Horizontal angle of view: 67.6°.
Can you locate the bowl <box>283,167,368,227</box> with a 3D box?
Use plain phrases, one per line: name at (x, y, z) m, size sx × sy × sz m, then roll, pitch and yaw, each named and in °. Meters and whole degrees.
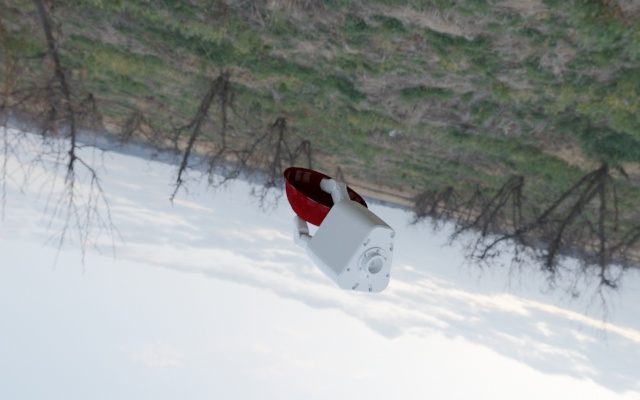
bowl at (0.000, 0.003, 0.842) m, size 0.162 × 0.055 × 0.162 m, roll 22°, pitch 20°, yaw -9°
